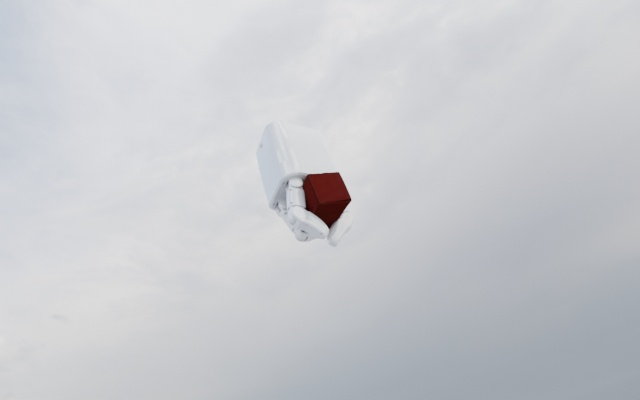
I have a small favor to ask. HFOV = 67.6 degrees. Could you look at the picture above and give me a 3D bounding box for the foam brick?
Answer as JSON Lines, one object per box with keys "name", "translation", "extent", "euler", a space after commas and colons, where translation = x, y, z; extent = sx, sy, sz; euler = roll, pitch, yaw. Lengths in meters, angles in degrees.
{"name": "foam brick", "translation": [0.000, 0.002, 0.682], "extent": [0.053, 0.051, 0.078], "euler": [-5, -31, -27]}
